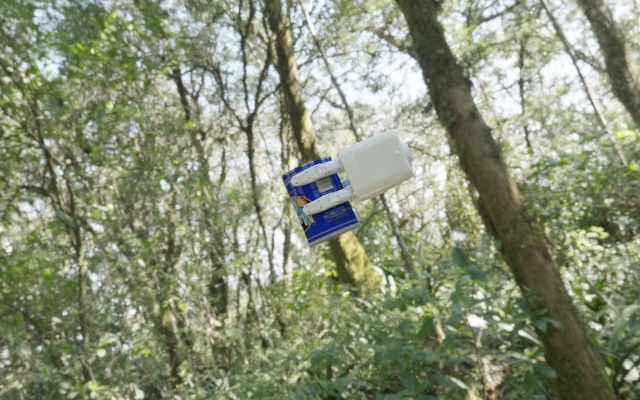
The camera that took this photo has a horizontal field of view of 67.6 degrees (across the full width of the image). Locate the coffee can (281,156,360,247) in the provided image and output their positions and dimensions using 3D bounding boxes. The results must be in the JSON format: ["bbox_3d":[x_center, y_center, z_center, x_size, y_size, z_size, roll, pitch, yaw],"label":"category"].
[{"bbox_3d":[0.000,0.003,0.889,0.103,0.140,0.103,-23,-6,-2],"label":"coffee can"}]
